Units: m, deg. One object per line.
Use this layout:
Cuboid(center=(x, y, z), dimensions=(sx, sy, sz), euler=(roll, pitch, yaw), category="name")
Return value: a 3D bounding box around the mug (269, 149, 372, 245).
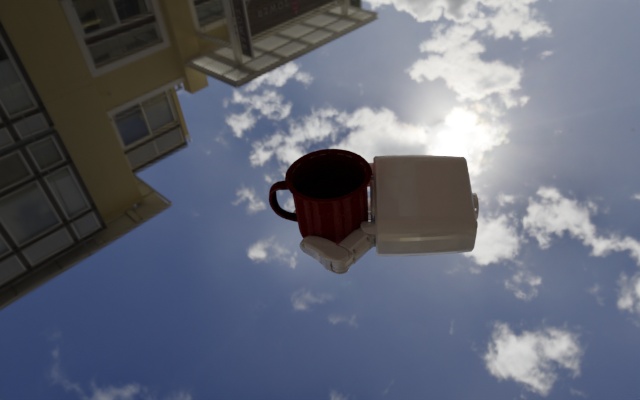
Cuboid(center=(-0.001, 0.002, 0.535), dimensions=(0.117, 0.082, 0.093), euler=(-2, 41, 7), category="mug")
